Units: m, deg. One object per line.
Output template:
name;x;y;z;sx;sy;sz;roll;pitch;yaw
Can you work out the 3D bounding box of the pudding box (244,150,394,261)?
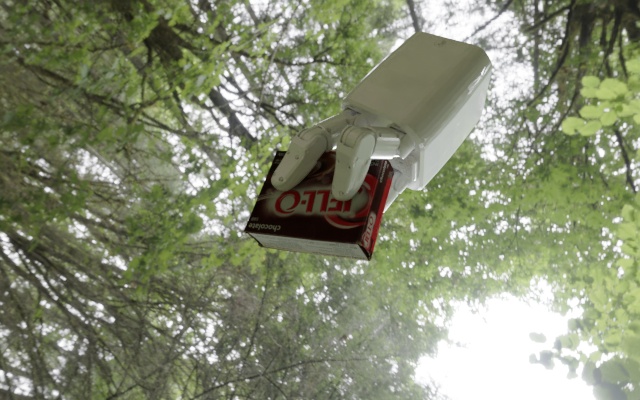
pudding box;0.000;0.001;0.421;0.113;0.090;0.039;2;-33;29
